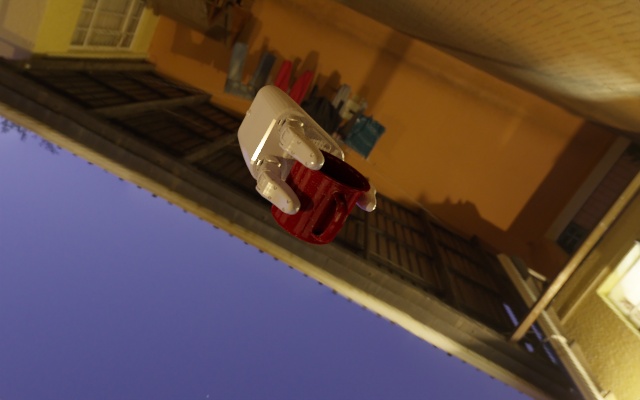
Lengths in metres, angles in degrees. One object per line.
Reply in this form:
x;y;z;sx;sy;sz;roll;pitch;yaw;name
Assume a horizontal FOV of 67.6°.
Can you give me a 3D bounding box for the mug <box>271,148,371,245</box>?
0.000;0.003;0.530;0.093;0.081;0.117;19;22;-29;mug
